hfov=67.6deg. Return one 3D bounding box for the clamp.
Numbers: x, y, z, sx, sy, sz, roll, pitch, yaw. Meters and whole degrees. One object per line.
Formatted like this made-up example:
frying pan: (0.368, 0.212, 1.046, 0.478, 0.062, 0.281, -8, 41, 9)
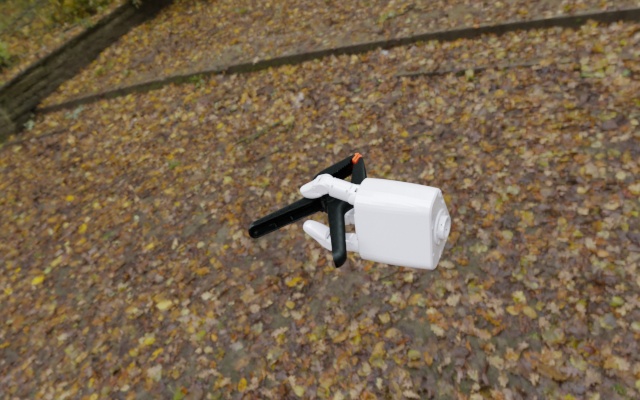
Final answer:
clamp: (0.000, 0.001, 0.715, 0.164, 0.036, 0.210, 10, 48, 27)
